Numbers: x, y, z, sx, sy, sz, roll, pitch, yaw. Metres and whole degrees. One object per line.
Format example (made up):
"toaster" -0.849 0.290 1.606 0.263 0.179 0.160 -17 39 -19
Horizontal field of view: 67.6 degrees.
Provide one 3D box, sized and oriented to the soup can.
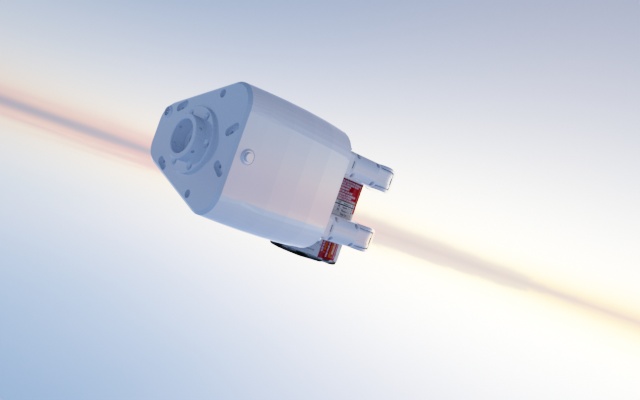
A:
"soup can" 0.000 0.002 0.446 0.068 0.102 0.068 19 -1 0
